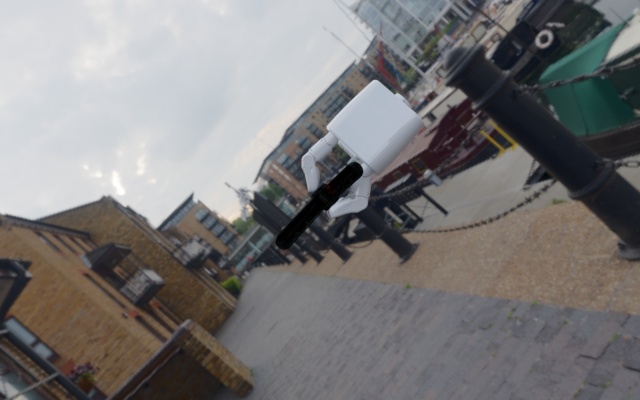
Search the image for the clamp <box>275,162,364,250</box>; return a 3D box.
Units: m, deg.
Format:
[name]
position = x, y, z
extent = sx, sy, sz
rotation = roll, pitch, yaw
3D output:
[clamp]
position = 0.000, 0.002, 0.750
extent = 0.164, 0.036, 0.210
rotation = -44, 2, 4
